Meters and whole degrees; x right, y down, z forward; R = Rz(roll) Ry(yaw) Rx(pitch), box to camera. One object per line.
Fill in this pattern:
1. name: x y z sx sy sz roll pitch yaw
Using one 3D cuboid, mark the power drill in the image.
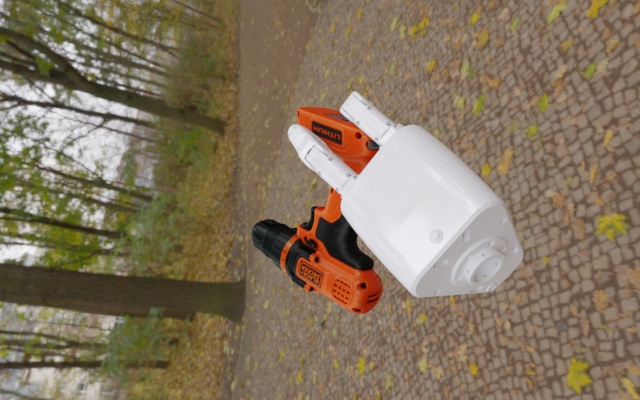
1. power drill: 0.000 0.001 0.500 0.184 0.188 0.057 24 24 38
